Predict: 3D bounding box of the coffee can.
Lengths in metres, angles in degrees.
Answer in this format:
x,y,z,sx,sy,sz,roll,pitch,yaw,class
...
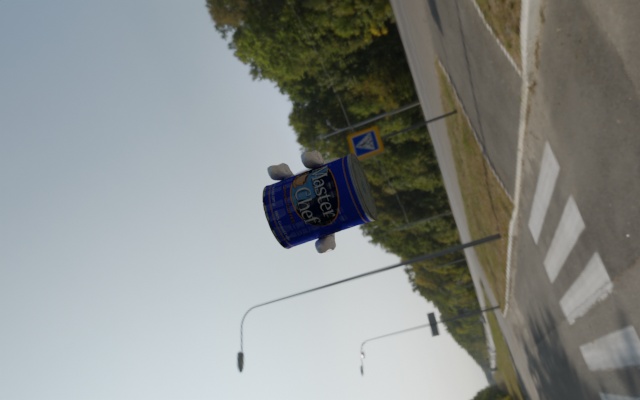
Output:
x,y,z,sx,sy,sz,roll,pitch,yaw,class
0.000,0.002,0.703,0.140,0.103,0.103,-20,-5,14,coffee can
